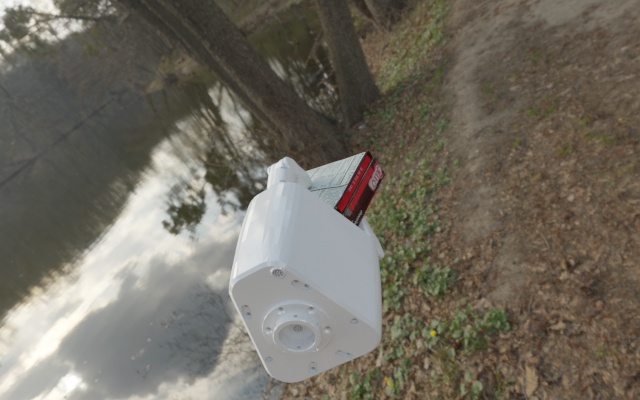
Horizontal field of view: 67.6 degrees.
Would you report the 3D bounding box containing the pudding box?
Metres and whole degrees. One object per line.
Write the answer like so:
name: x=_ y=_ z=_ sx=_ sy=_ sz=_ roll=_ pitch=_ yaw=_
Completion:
pudding box: x=0.000 y=0.001 z=0.483 sx=0.113 sy=0.039 sz=0.090 roll=-13 pitch=33 yaw=41
